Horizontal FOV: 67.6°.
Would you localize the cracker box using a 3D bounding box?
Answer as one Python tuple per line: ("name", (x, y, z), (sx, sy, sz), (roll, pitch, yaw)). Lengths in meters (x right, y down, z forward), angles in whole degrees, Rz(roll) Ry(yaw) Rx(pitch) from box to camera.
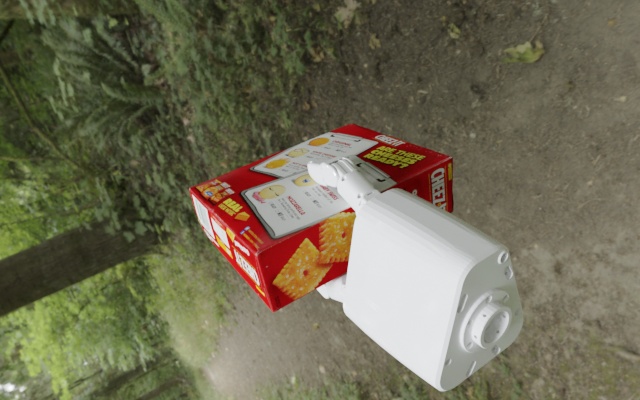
("cracker box", (0.000, 0.001, 0.484), (0.213, 0.072, 0.164), (-25, 32, -24))
